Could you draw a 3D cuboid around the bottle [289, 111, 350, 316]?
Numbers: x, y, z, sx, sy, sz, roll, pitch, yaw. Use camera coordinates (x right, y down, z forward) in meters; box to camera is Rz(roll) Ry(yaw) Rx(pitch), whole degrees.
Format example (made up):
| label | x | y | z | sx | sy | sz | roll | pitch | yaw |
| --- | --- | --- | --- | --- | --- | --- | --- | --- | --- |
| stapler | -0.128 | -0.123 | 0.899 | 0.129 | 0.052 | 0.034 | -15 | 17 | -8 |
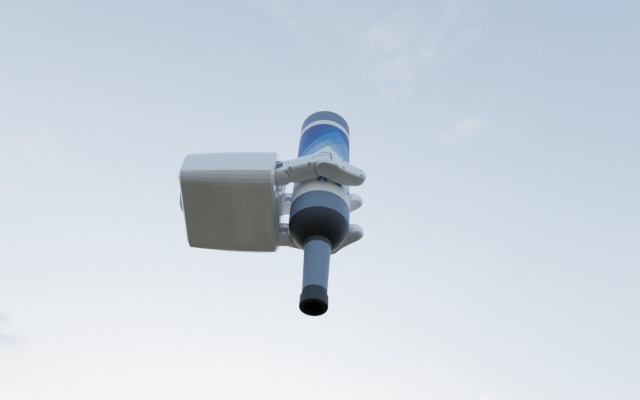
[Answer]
| label | x | y | z | sx | sy | sz | roll | pitch | yaw |
| --- | --- | --- | --- | --- | --- | --- | --- | --- | --- |
| bottle | 0.000 | 0.002 | 0.546 | 0.069 | 0.069 | 0.295 | 0 | 41 | 3 |
